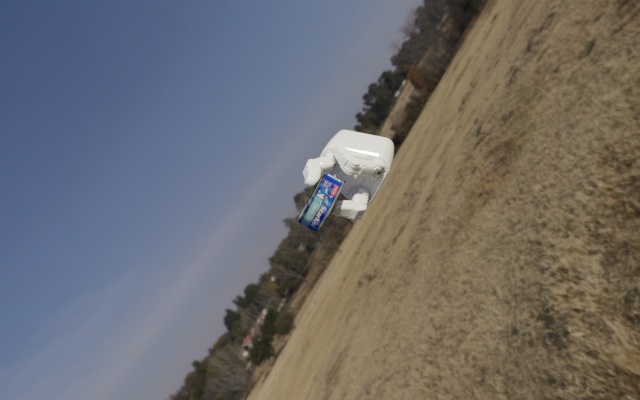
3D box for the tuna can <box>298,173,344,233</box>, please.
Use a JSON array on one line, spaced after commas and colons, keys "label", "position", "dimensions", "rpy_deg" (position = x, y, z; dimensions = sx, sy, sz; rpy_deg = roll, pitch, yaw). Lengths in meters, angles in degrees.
[{"label": "tuna can", "position": [0.000, 0.002, 0.706], "dimensions": [0.034, 0.086, 0.086], "rpy_deg": [29, -2, -3]}]
